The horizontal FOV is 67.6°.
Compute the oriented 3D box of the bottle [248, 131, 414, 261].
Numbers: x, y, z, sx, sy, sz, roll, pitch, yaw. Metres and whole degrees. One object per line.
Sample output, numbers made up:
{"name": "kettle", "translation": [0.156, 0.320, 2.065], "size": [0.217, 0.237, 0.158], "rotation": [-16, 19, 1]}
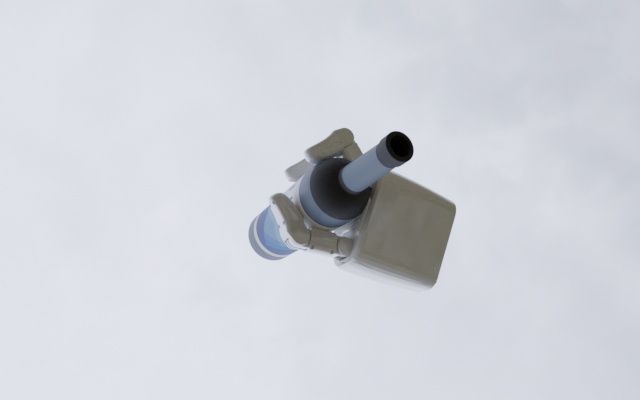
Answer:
{"name": "bottle", "translation": [0.000, 0.002, 0.507], "size": [0.069, 0.069, 0.296], "rotation": [0, -18, -27]}
